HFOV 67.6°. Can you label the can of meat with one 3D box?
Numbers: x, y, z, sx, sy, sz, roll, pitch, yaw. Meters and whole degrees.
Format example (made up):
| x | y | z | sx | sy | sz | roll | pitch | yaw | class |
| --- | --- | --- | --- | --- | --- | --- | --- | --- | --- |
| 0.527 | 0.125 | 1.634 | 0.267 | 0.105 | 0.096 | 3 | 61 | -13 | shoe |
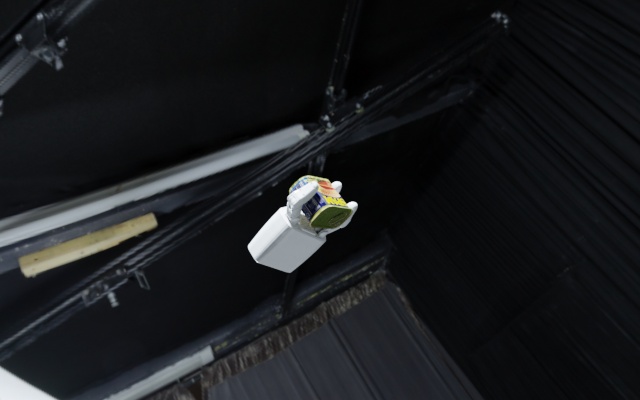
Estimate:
| x | y | z | sx | sy | sz | roll | pitch | yaw | class |
| --- | --- | --- | --- | --- | --- | --- | --- | --- | --- |
| 0.000 | 0.003 | 0.897 | 0.057 | 0.084 | 0.102 | -47 | -29 | 21 | can of meat |
